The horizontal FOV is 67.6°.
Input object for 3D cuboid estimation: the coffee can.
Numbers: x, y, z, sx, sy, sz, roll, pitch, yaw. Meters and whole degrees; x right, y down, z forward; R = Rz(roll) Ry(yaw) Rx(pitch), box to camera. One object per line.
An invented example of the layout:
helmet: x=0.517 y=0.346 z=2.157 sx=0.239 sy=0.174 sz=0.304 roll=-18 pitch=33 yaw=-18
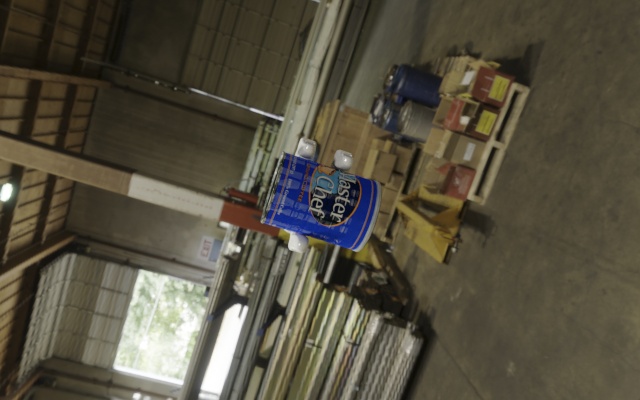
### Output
coffee can: x=0.000 y=0.002 z=0.657 sx=0.140 sy=0.103 sz=0.103 roll=17 pitch=-3 yaw=-9
